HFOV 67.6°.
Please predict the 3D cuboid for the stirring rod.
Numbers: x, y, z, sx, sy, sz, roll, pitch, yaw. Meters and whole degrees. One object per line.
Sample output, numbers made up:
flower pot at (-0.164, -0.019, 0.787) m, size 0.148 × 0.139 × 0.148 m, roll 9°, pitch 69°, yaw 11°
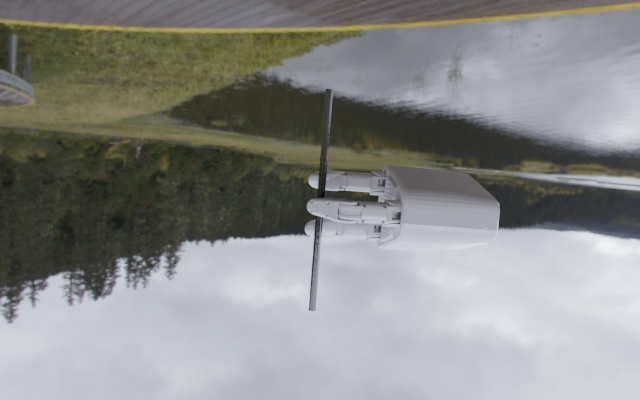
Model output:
stirring rod at (0.000, 0.002, 0.516) m, size 0.011 × 0.239 × 0.011 m, roll 4°, pitch 5°, yaw 0°
